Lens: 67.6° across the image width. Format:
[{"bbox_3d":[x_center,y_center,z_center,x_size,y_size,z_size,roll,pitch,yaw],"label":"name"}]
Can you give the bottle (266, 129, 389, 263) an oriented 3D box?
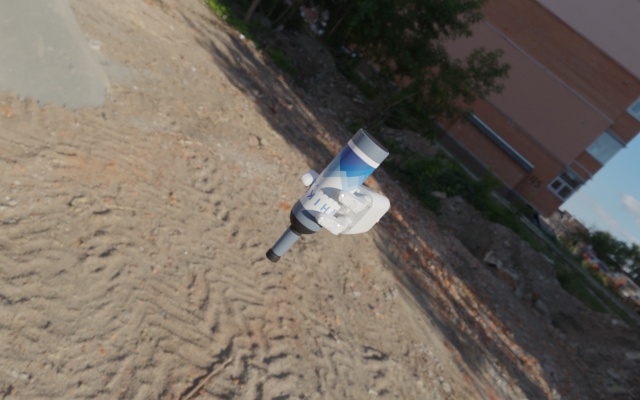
[{"bbox_3d":[0.000,0.003,0.867,0.069,0.296,0.069,38,16,-13],"label":"bottle"}]
